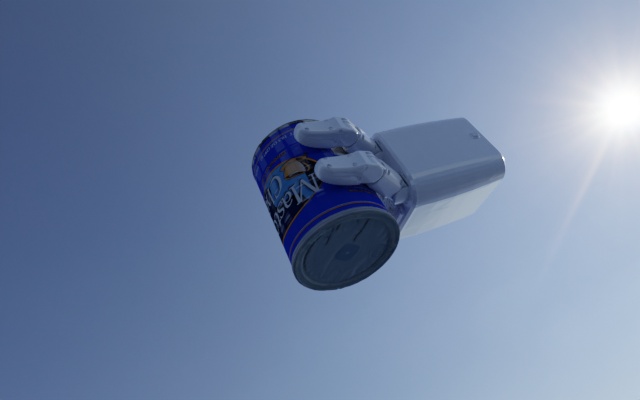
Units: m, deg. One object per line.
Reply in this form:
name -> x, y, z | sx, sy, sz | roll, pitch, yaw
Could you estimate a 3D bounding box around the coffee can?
coffee can -> 0.000, 0.002, 0.467 | 0.103, 0.103, 0.140 | 0, 41, -28
